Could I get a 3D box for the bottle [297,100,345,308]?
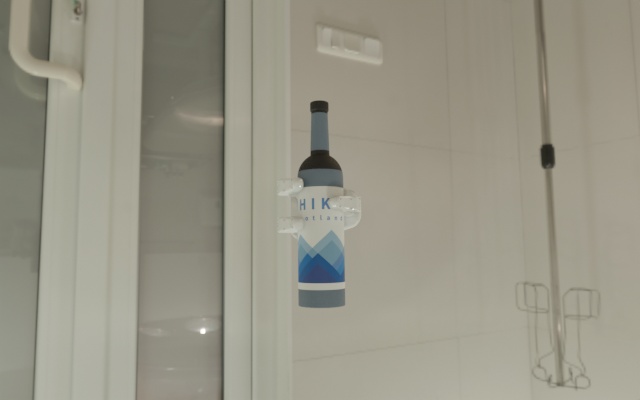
[{"bbox_3d":[0.000,0.003,0.690,0.069,0.295,0.069,-1,-6,0],"label":"bottle"}]
